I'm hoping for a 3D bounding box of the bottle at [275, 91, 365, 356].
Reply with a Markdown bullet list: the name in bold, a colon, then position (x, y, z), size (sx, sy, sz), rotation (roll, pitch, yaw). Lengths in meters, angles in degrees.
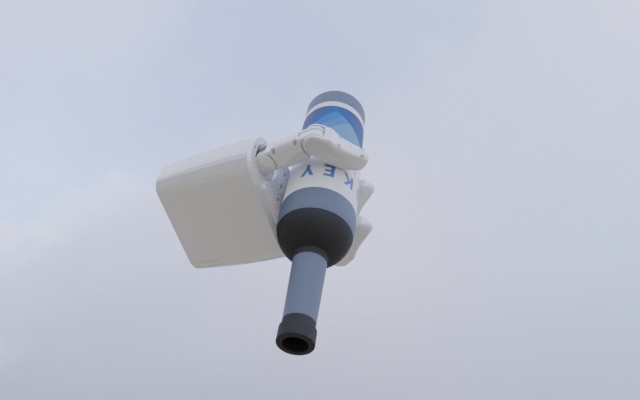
- **bottle**: position (0.000, 0.001, 0.432), size (0.069, 0.069, 0.295), rotation (0, 41, 9)
